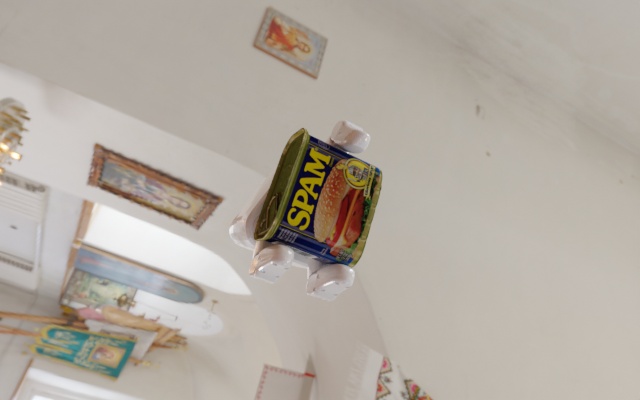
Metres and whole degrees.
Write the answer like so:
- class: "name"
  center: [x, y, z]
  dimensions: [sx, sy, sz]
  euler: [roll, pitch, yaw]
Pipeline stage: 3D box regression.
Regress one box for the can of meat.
- class: "can of meat"
  center: [0.000, 0.001, 0.420]
  dimensions: [0.084, 0.102, 0.057]
  euler: [24, -16, -18]
